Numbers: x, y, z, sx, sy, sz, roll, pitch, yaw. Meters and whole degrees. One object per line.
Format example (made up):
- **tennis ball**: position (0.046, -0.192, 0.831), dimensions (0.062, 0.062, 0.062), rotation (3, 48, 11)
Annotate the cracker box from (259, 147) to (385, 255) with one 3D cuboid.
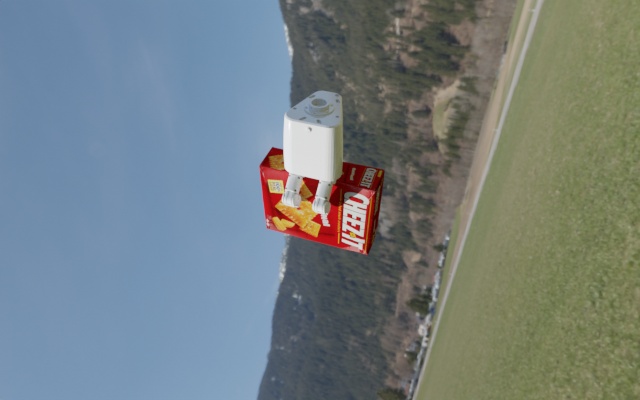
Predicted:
- **cracker box**: position (0.000, 0.003, 0.885), dimensions (0.213, 0.164, 0.072), rotation (14, 44, 14)
